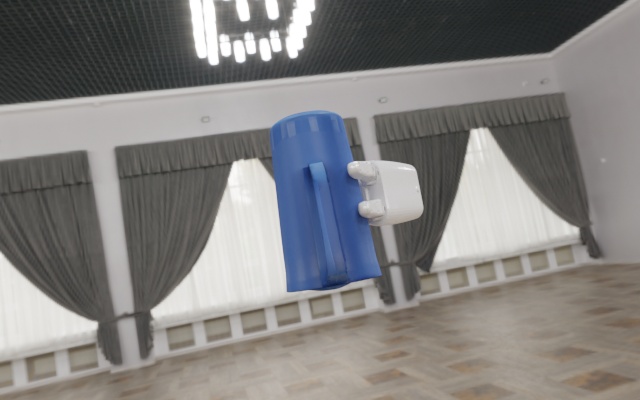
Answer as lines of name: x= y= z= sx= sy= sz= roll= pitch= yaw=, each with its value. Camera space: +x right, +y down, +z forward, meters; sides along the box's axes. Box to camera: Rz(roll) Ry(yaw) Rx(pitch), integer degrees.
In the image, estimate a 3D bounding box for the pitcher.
pitcher: x=0.000 y=0.002 z=0.664 sx=0.149 sy=0.243 sz=0.145 roll=-17 pitch=-9 yaw=43
